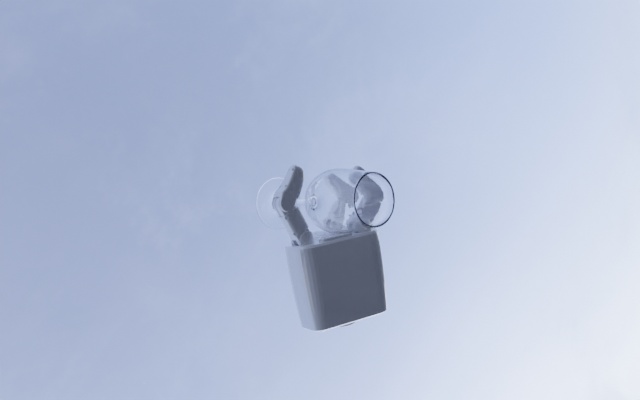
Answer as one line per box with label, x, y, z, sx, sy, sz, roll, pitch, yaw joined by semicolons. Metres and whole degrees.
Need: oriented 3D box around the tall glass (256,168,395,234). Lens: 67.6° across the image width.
tall glass;0.000;0.002;0.599;0.079;0.079;0.201;0;-2;-37
